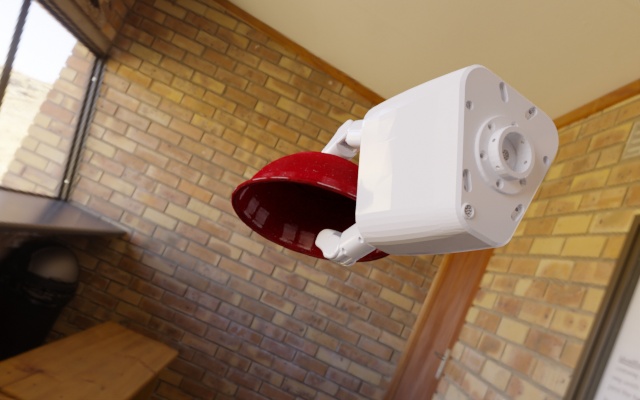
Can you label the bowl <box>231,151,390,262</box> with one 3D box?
[{"bbox_3d":[-0.001,0.001,0.458,0.162,0.055,0.162,12,-28,6],"label":"bowl"}]
